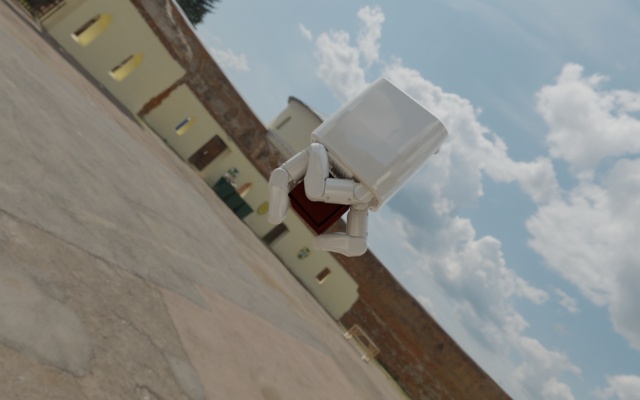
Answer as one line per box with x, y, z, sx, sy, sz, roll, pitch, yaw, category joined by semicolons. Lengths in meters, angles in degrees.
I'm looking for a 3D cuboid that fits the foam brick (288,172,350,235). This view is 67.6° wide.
0.000;0.002;0.549;0.051;0.053;0.078;-42;-7;-7;foam brick
